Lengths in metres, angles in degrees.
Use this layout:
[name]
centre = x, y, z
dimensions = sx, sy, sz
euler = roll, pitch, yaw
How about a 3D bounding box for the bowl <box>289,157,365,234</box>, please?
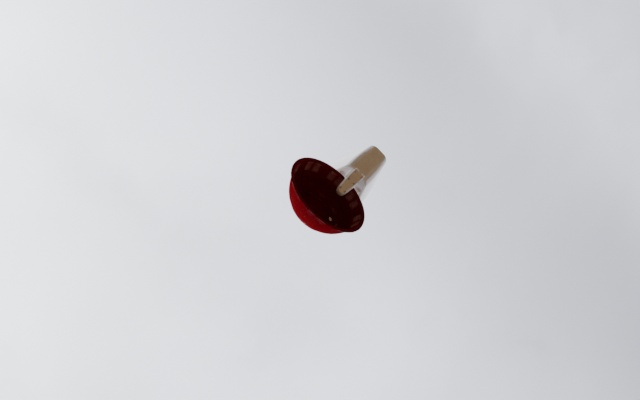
[bowl]
centre = -0.001, 0.003, 0.840
dimensions = 0.162, 0.162, 0.055
euler = 0, -36, -49
